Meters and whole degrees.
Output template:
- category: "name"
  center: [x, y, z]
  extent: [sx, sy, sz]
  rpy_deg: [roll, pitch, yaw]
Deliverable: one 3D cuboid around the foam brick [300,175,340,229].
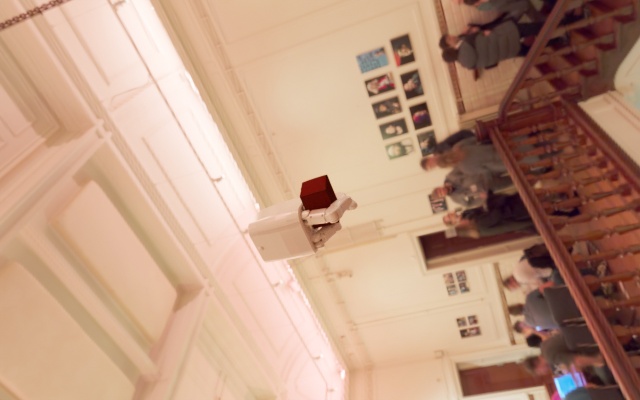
- category: "foam brick"
  center: [0.000, 0.003, 0.873]
  extent: [0.051, 0.078, 0.053]
  rpy_deg: [-14, 32, 15]
